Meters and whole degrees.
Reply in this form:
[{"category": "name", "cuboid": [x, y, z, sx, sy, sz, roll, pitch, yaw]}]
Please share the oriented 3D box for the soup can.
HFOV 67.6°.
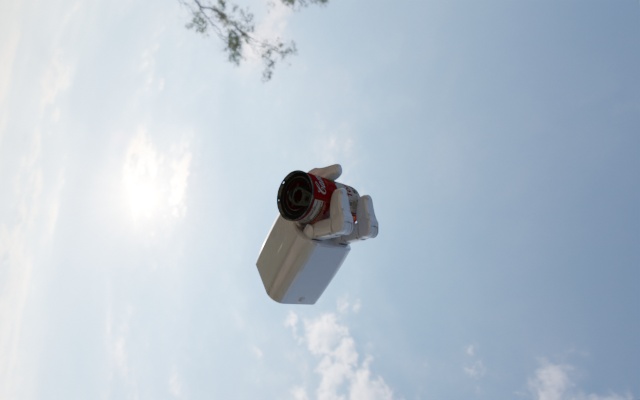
[{"category": "soup can", "cuboid": [0.000, 0.002, 0.657, 0.068, 0.068, 0.102, 0, -10, 44]}]
